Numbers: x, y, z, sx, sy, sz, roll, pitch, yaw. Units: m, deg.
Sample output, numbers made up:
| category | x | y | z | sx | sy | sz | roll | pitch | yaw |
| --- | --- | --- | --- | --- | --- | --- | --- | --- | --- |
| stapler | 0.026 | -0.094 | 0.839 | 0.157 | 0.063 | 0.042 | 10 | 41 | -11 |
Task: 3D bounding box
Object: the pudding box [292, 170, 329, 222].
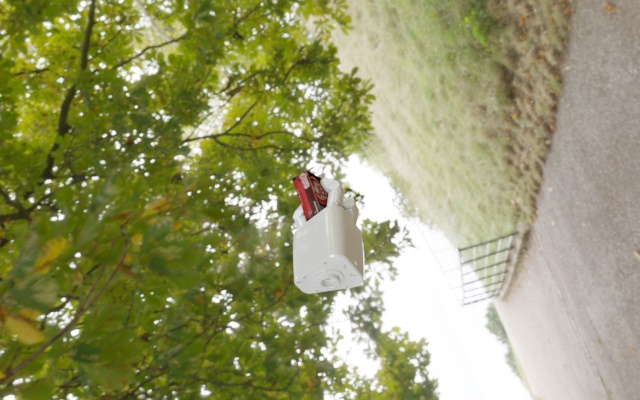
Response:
| category | x | y | z | sx | sy | sz | roll | pitch | yaw |
| --- | --- | --- | --- | --- | --- | --- | --- | --- | --- |
| pudding box | 0.000 | 0.003 | 0.876 | 0.039 | 0.090 | 0.113 | -26 | -23 | 18 |
